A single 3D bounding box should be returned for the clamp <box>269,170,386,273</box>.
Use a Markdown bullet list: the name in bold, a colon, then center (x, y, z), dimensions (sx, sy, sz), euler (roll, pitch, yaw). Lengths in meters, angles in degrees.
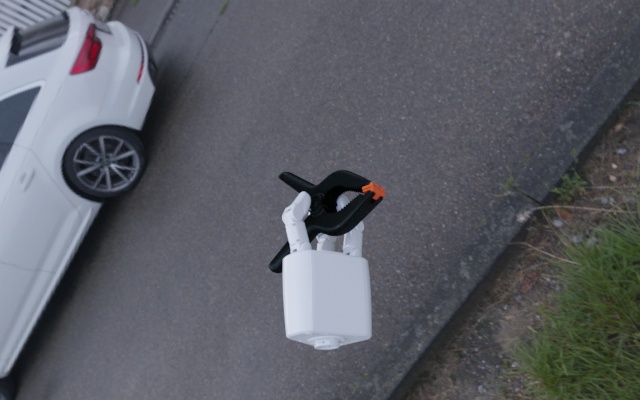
- **clamp**: center (0.000, 0.002, 0.686), dimensions (0.210, 0.164, 0.036), euler (-26, -35, 38)
